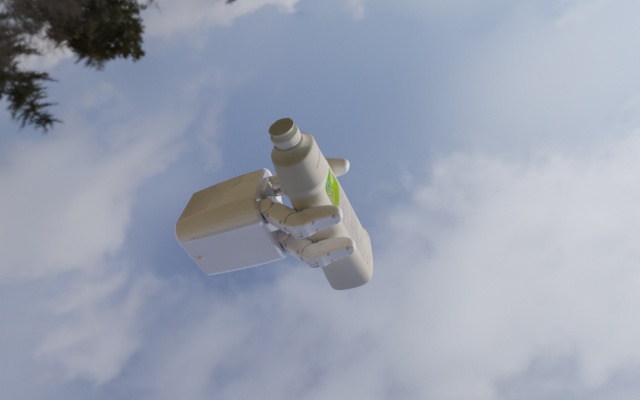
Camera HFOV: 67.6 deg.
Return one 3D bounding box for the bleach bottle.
[{"bbox_3d":[0.000,0.002,0.579,0.068,0.102,0.251,-16,-47,11],"label":"bleach bottle"}]
